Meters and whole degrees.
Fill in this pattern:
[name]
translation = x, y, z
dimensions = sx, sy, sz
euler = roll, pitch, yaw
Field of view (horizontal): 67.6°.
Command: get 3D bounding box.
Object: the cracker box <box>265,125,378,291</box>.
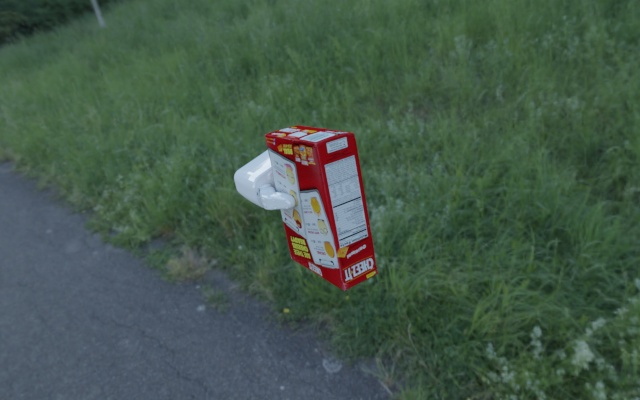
[cracker box]
translation = 0.000, 0.002, 0.706
dimensions = 0.072, 0.214, 0.164
euler = -21, 20, -25
